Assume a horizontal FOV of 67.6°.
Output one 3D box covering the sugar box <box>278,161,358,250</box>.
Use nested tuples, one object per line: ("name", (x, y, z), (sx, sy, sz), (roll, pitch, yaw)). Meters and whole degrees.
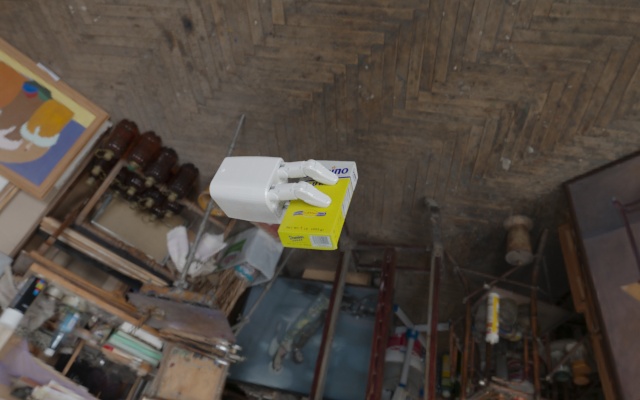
("sugar box", (0.000, 0.002, 0.809), (0.093, 0.176, 0.048), (3, -43, 17))
